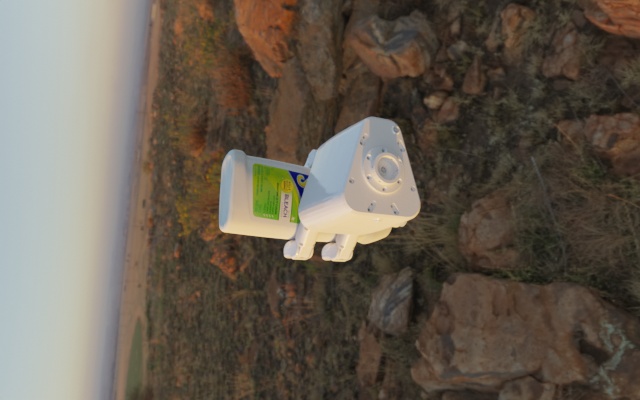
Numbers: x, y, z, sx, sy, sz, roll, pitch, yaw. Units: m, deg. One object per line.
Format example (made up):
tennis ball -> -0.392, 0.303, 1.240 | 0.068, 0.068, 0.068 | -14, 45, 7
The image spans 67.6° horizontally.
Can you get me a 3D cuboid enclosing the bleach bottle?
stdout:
bleach bottle -> 0.000, 0.002, 0.620 | 0.251, 0.102, 0.068 | 6, -13, -23
